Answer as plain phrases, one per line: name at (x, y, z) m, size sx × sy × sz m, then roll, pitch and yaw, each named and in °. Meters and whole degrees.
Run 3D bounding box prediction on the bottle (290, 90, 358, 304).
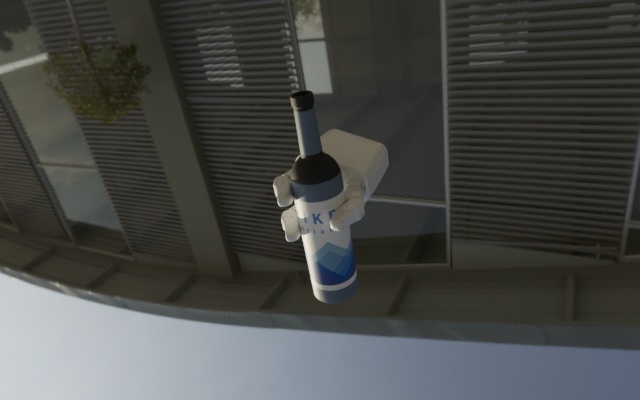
bottle at (0.000, 0.002, 0.630) m, size 0.069 × 0.296 × 0.069 m, roll -8°, pitch 29°, yaw 4°
